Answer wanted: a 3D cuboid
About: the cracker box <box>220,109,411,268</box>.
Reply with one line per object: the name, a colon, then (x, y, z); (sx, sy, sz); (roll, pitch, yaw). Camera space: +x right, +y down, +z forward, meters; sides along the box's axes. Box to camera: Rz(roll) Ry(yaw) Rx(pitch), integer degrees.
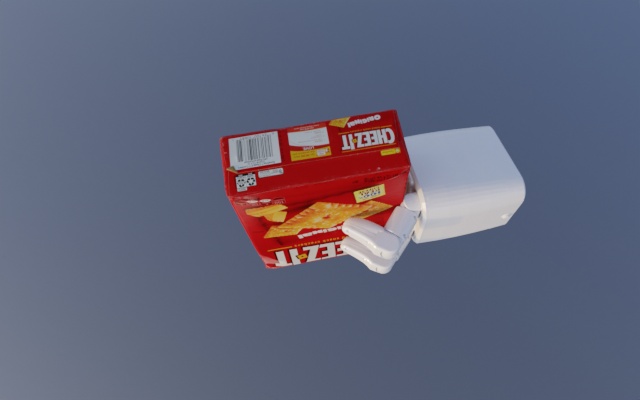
cracker box: (0.000, 0.001, 0.511); (0.164, 0.072, 0.214); (-10, -25, -1)
